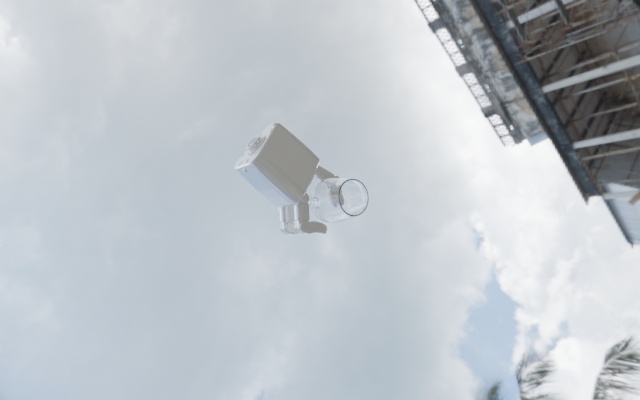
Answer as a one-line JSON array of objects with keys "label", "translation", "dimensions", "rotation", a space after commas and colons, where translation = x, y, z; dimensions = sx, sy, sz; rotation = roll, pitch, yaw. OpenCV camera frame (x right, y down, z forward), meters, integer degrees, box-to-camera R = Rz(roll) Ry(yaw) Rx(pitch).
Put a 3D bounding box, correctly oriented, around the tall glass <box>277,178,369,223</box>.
[{"label": "tall glass", "translation": [0.000, 0.003, 0.858], "dimensions": [0.079, 0.079, 0.201], "rotation": [0, -4, -33]}]
